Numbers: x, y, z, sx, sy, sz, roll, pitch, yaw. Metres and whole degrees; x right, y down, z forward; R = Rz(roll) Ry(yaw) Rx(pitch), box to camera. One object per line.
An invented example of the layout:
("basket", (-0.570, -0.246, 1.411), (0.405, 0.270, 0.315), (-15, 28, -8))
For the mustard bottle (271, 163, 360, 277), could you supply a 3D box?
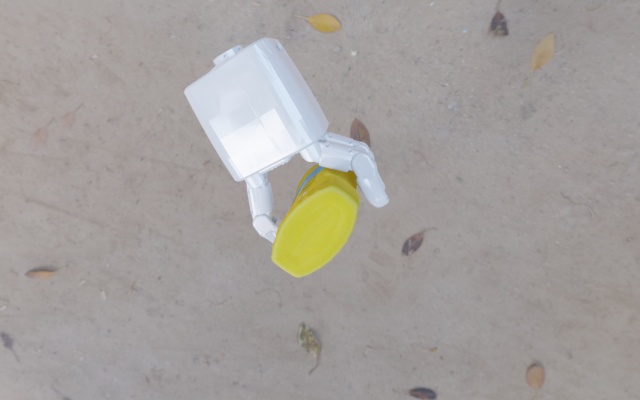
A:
("mustard bottle", (0.000, 0.002, 0.508), (0.058, 0.096, 0.191), (35, 16, -7))
